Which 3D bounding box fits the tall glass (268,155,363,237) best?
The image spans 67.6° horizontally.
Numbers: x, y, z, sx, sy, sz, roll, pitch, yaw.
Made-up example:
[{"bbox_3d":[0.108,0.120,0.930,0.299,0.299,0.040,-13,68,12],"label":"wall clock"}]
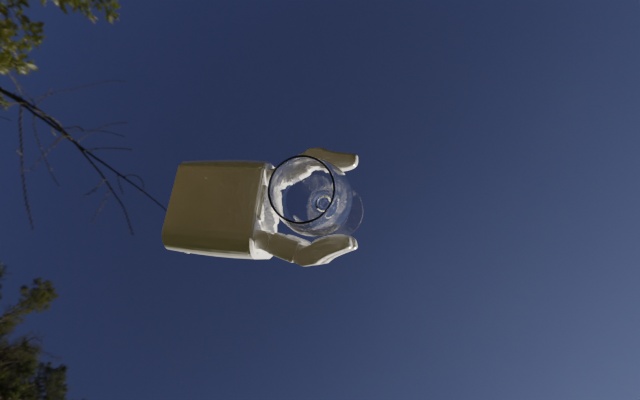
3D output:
[{"bbox_3d":[0.000,0.002,0.519,0.079,0.079,0.201,0,-7,10],"label":"tall glass"}]
